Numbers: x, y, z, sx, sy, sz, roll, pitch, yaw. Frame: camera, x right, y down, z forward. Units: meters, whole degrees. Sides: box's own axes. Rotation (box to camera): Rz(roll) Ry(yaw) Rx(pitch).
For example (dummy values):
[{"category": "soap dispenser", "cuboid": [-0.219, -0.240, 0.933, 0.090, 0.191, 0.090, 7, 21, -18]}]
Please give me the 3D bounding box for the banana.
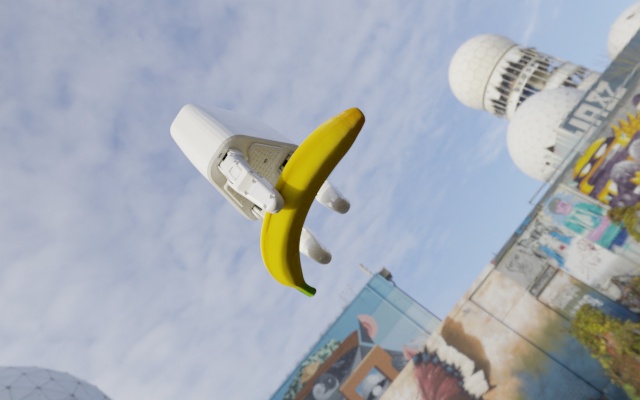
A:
[{"category": "banana", "cuboid": [-0.016, 0.005, 0.443, 0.069, 0.198, 0.037, 0, 28, -34]}]
